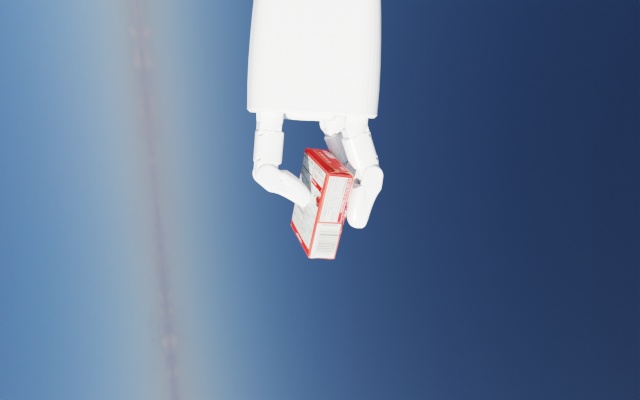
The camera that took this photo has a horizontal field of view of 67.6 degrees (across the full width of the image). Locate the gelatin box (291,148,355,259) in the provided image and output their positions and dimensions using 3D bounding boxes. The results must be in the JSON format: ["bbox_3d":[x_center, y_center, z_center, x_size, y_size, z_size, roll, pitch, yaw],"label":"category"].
[{"bbox_3d":[0.000,0.002,0.468,0.030,0.089,0.073,5,21,-21],"label":"gelatin box"}]
